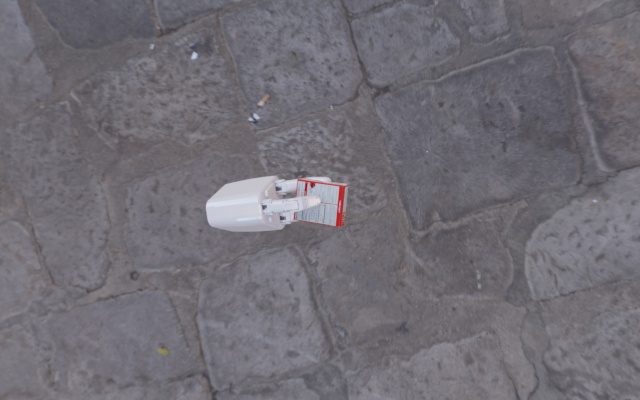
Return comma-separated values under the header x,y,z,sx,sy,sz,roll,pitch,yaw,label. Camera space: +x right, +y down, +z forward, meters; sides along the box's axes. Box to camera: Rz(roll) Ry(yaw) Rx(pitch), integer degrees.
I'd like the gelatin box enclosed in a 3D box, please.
x,y,z,sx,sy,sz,roll,pitch,yaw,label
0.000,0.003,0.828,0.089,0.073,0.030,8,10,20,gelatin box
